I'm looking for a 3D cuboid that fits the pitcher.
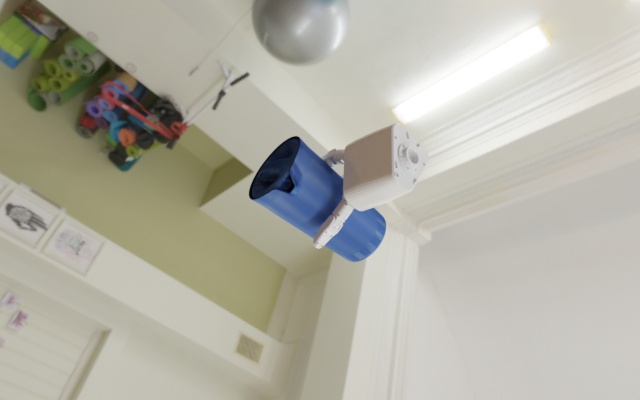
[{"bbox_3d":[0.000,0.003,0.865,0.243,0.149,0.145,38,-40,-25],"label":"pitcher"}]
